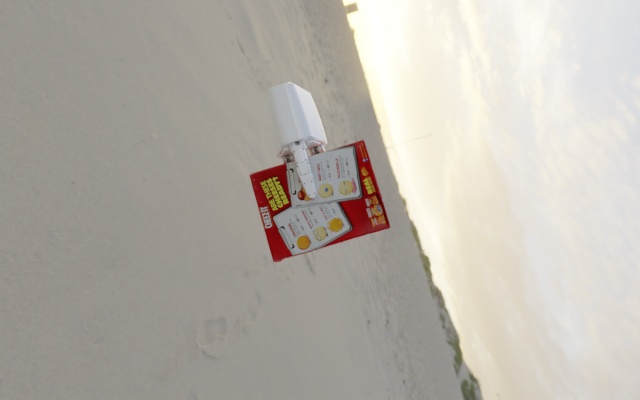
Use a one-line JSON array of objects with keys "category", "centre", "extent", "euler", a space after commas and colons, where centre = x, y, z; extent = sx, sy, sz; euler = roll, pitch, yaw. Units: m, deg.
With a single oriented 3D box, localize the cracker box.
[{"category": "cracker box", "centre": [0.000, 0.003, 0.860], "extent": [0.214, 0.164, 0.072], "euler": [-17, -8, 3]}]
